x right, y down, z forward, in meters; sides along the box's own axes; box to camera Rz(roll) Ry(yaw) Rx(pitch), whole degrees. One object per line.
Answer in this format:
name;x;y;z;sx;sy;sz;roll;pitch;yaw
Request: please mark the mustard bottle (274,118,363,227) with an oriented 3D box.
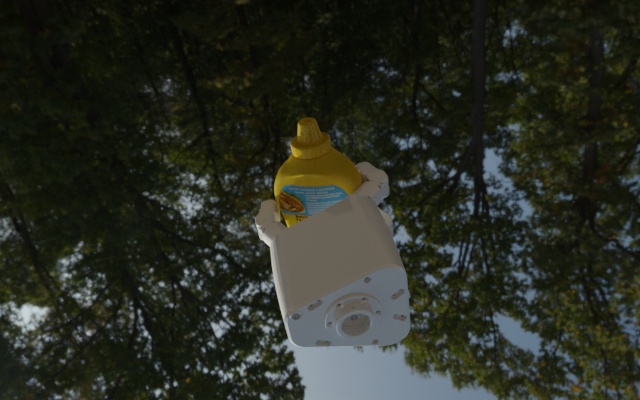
mustard bottle;0.000;0.002;0.523;0.096;0.192;0.058;1;34;18
